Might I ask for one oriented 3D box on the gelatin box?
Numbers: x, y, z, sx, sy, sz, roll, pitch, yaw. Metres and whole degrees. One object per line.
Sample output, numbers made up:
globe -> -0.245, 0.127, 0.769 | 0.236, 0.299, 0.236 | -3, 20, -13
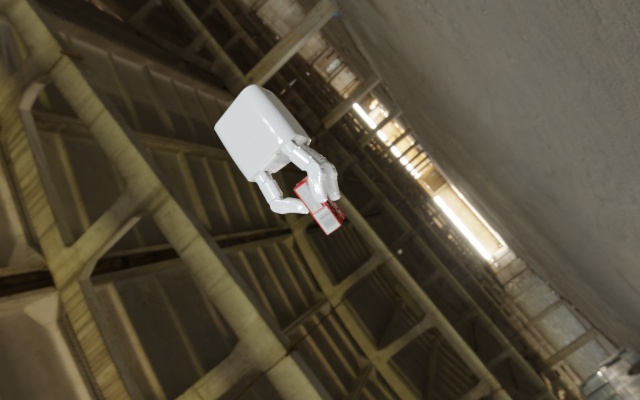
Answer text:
gelatin box -> 0.000, 0.003, 0.741 | 0.030, 0.089, 0.073 | -35, 4, 13
